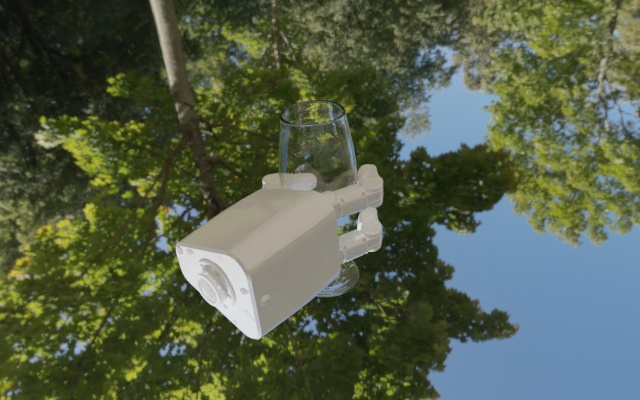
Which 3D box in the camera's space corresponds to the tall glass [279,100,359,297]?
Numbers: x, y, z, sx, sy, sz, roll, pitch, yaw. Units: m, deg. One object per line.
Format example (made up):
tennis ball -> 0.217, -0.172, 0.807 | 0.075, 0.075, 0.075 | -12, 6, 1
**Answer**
tall glass -> 0.000, 0.002, 0.497 | 0.079, 0.201, 0.079 | -4, 32, 2
